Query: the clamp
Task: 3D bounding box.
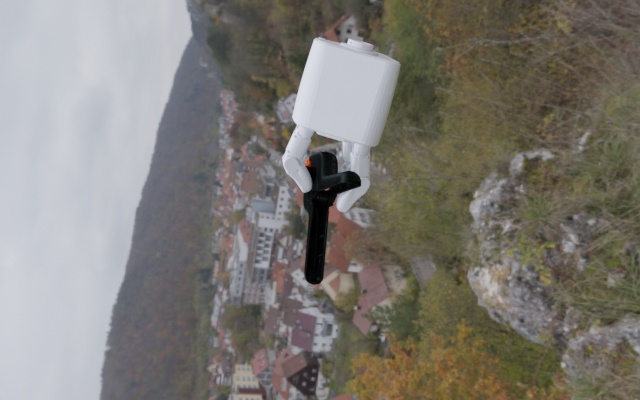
[{"bbox_3d":[-0.001,0.002,0.659,0.036,0.165,0.210,13,22,-15],"label":"clamp"}]
